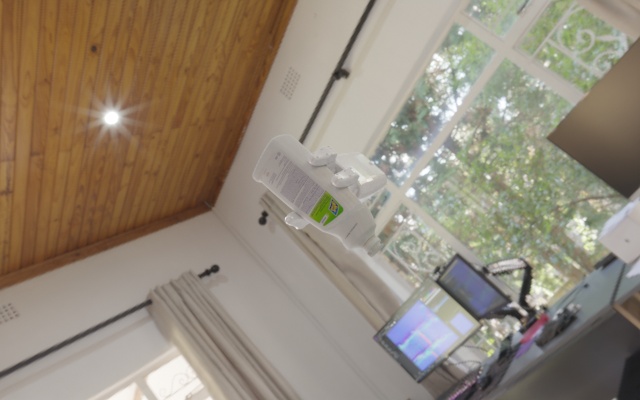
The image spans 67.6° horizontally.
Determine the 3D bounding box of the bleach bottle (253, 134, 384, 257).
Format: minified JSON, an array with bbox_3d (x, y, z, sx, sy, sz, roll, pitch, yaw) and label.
[{"bbox_3d":[0.000,0.003,0.794,0.250,0.103,0.068,44,34,18],"label":"bleach bottle"}]
